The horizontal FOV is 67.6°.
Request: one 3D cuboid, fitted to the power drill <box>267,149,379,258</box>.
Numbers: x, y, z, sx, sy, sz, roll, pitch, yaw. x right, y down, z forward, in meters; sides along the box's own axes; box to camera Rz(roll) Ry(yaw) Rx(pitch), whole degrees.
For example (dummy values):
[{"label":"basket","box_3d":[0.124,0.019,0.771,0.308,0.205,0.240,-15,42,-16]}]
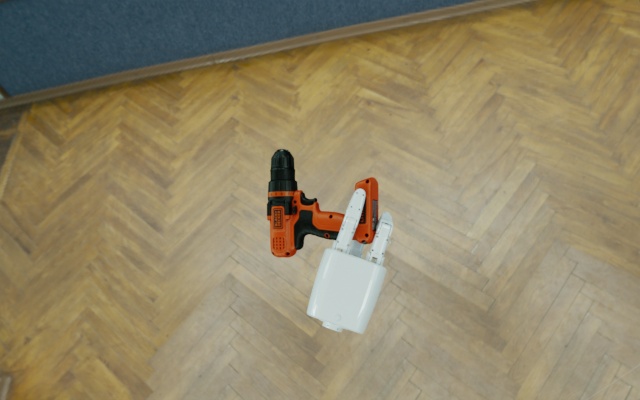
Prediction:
[{"label":"power drill","box_3d":[0.001,0.003,0.788,0.187,0.184,0.057,-2,-1,21]}]
